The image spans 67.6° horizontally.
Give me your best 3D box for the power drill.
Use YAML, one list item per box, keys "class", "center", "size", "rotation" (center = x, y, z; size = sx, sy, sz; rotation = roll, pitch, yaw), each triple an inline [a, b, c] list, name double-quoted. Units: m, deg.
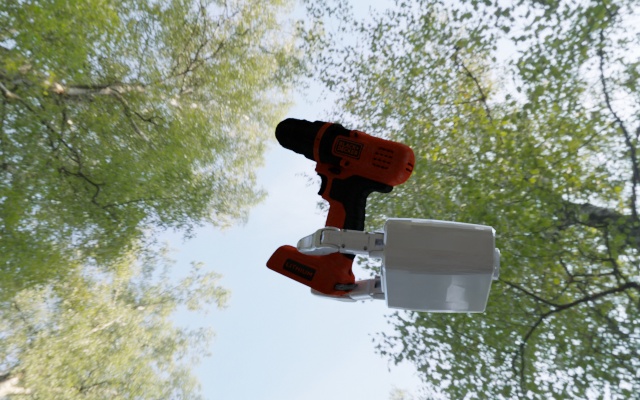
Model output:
- class: "power drill"
  center: [0.000, 0.002, 0.557]
  size: [0.184, 0.187, 0.057]
  rotation: [20, 4, 32]
